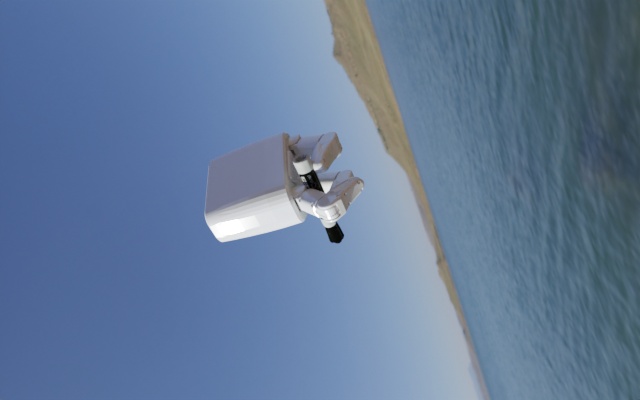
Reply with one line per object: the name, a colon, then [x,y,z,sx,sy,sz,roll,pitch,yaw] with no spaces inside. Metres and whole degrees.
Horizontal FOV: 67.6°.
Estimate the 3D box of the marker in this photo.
marker: [0.000,0.002,0.540,0.020,0.121,0.020,-18,32,11]
